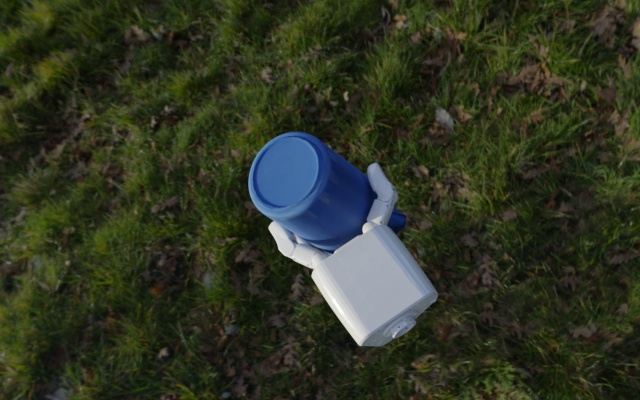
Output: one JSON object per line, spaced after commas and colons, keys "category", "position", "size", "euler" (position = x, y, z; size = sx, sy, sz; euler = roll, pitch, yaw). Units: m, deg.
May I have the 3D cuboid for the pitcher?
{"category": "pitcher", "position": [0.000, 0.002, 0.652], "size": [0.149, 0.145, 0.243], "euler": [-41, -29, 9]}
